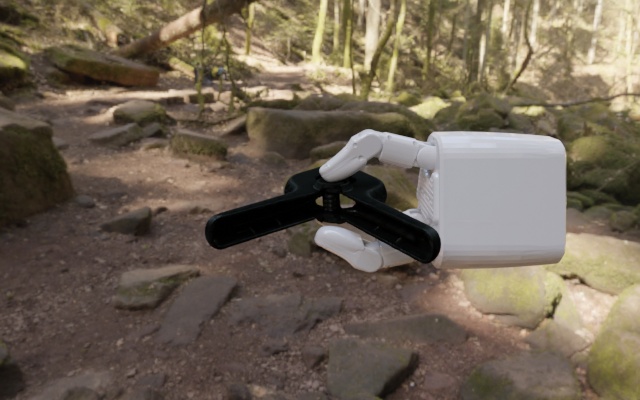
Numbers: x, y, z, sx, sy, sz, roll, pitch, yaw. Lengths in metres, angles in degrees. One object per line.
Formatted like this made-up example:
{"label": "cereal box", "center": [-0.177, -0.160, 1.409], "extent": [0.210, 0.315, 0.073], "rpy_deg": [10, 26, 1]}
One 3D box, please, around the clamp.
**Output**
{"label": "clamp", "center": [0.000, 0.000, 0.414], "extent": [0.164, 0.036, 0.210], "rpy_deg": [2, 17, -1]}
